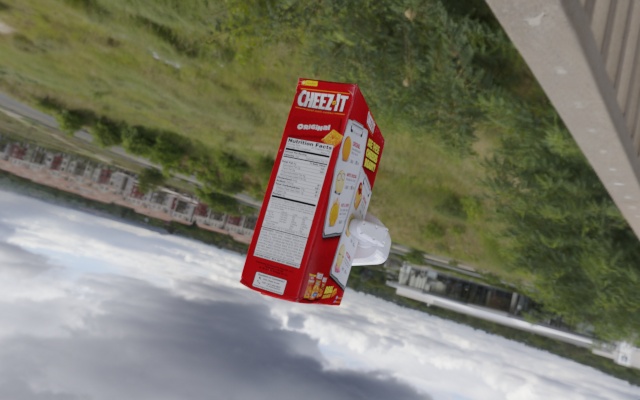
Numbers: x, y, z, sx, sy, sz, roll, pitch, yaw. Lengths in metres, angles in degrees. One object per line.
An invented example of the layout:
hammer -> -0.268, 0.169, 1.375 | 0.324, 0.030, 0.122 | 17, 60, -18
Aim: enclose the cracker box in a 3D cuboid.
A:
cracker box -> 0.000, 0.002, 0.519 | 0.072, 0.213, 0.164 | 12, -9, 19
